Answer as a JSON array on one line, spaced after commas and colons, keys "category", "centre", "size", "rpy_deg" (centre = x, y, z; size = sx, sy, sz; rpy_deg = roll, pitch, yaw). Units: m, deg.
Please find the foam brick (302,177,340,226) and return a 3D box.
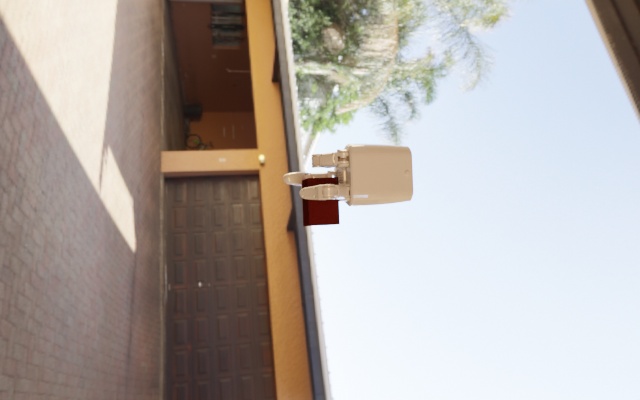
[{"category": "foam brick", "centre": [0.000, 0.003, 0.773], "size": [0.051, 0.078, 0.053], "rpy_deg": [-2, -1, -13]}]
